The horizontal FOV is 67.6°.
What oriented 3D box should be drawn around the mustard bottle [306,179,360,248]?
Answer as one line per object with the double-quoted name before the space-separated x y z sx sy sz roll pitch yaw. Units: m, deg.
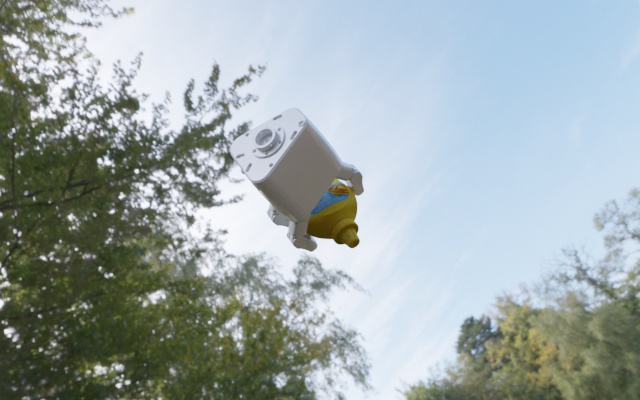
"mustard bottle" 0.000 0.002 0.719 0.096 0.058 0.191 -25 49 -18
